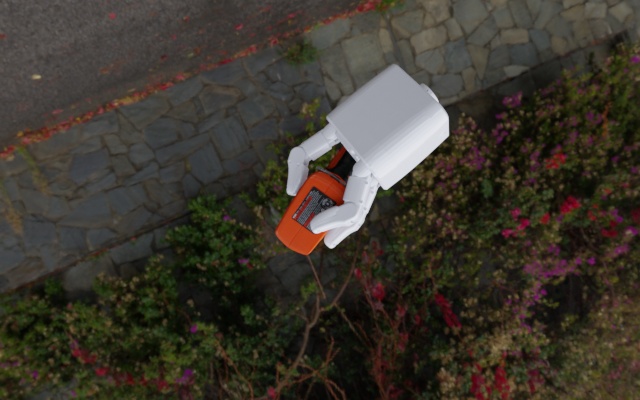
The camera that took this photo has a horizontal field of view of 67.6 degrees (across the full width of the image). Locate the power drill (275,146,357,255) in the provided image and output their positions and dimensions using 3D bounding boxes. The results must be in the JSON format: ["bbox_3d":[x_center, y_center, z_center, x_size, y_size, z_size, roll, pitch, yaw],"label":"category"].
[{"bbox_3d":[0.000,0.002,0.656,0.057,0.184,0.187,33,22,1],"label":"power drill"}]
